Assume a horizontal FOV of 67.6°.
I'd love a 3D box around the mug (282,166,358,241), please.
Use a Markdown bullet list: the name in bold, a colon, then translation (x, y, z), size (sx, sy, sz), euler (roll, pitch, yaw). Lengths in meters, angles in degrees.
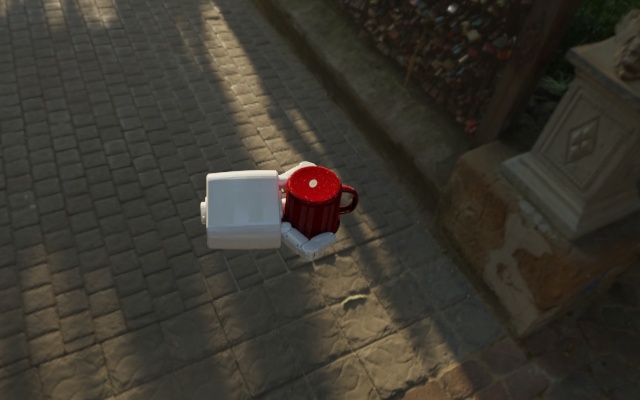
- **mug**: translation (0.002, 0.002, 0.717), size (0.117, 0.093, 0.082), euler (-2, -41, -9)
